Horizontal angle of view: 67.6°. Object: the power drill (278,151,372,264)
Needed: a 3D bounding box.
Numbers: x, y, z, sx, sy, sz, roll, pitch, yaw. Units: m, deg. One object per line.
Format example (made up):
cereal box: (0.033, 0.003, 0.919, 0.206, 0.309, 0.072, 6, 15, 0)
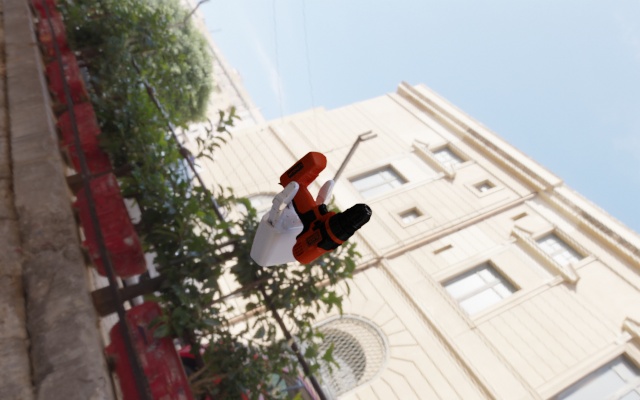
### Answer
power drill: (0.000, 0.003, 0.895, 0.184, 0.187, 0.057, -36, -33, 29)
